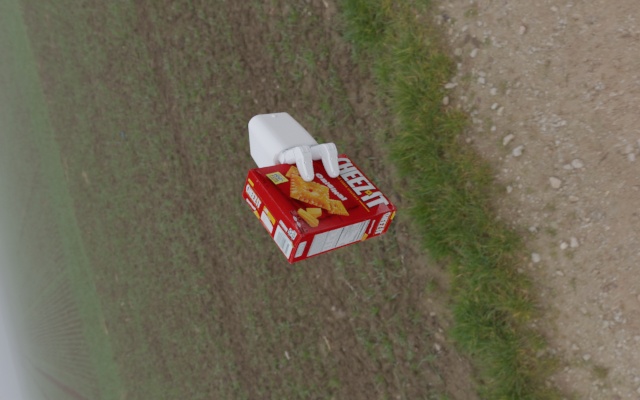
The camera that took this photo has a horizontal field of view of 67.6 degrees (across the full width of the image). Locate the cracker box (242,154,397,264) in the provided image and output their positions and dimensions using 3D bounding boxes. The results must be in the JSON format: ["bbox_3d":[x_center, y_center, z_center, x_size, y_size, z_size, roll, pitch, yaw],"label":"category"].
[{"bbox_3d":[0.000,0.003,0.822,0.213,0.072,0.164,-14,51,-36],"label":"cracker box"}]
